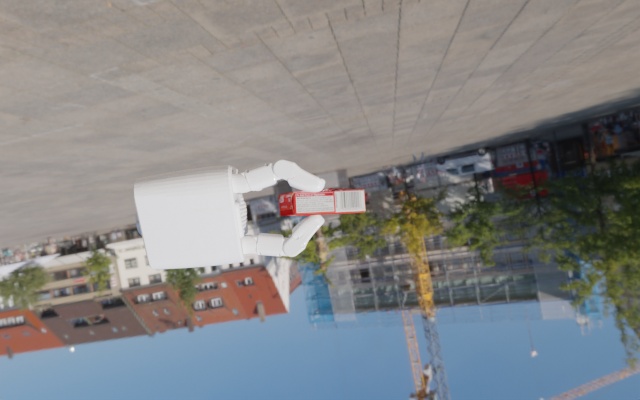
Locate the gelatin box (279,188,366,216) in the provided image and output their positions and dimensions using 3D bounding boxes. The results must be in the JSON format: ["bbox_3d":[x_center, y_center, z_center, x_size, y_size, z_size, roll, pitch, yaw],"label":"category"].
[{"bbox_3d":[0.000,0.002,0.574,0.089,0.030,0.073,-2,-1,-16],"label":"gelatin box"}]
